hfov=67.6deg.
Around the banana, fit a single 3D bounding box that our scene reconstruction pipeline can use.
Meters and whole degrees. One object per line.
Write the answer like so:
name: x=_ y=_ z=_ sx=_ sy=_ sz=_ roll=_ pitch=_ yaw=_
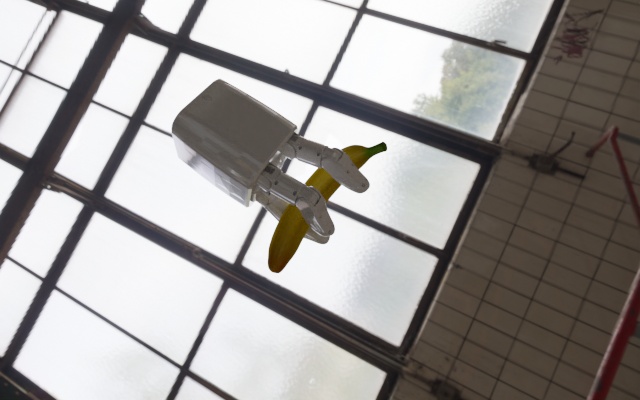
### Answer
banana: x=-0.005 y=-0.001 z=0.557 sx=0.037 sy=0.197 sz=0.069 roll=44 pitch=-14 yaw=-18
